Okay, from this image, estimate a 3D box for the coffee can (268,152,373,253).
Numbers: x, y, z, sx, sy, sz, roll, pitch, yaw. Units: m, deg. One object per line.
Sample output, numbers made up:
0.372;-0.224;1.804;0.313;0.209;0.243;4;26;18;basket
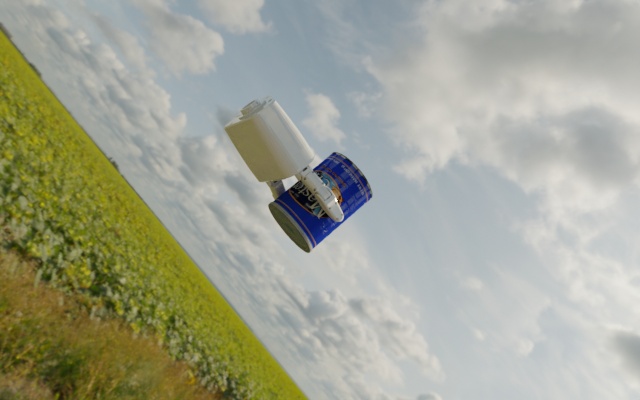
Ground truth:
0.000;0.003;0.785;0.140;0.103;0.103;-40;12;-15;coffee can
